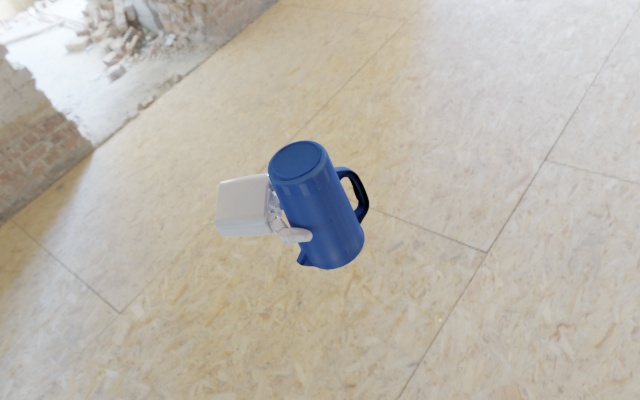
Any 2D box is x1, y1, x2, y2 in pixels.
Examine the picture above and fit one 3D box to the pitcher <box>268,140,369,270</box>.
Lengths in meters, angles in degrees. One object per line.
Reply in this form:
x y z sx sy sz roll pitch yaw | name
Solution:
0.000 0.003 0.887 0.145 0.149 0.243 -5 -43 17 | pitcher
